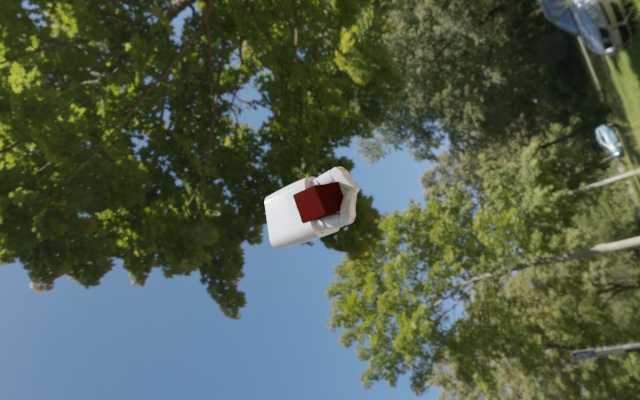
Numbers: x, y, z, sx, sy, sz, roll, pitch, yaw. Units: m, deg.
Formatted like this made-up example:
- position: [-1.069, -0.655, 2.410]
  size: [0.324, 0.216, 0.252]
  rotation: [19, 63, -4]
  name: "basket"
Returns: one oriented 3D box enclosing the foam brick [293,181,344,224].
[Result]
- position: [0.000, 0.003, 0.809]
  size: [0.051, 0.053, 0.078]
  rotation: [-21, -5, 31]
  name: "foam brick"
